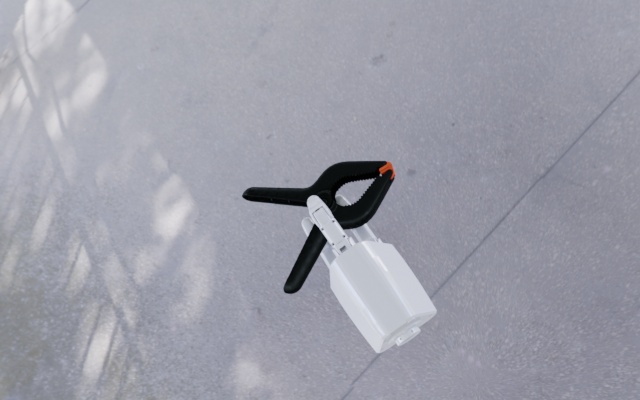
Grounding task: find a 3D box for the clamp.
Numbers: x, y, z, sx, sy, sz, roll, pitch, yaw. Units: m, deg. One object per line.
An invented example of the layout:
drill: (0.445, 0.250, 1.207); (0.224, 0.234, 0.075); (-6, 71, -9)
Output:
clamp: (0.000, 0.002, 0.642); (0.210, 0.164, 0.036); (-36, -24, 2)
